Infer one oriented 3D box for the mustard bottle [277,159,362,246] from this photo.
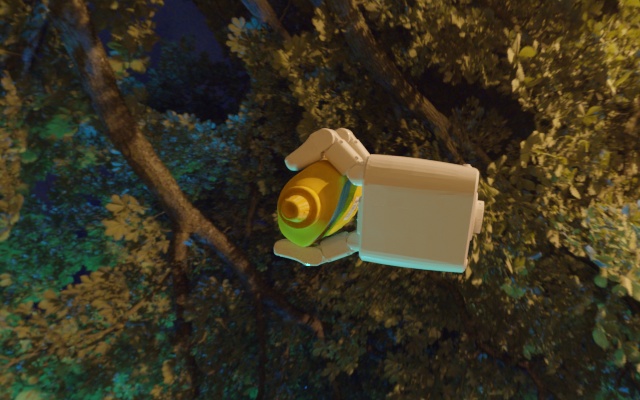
[{"bbox_3d":[0.000,0.002,0.518,0.058,0.096,0.191,33,13,11],"label":"mustard bottle"}]
